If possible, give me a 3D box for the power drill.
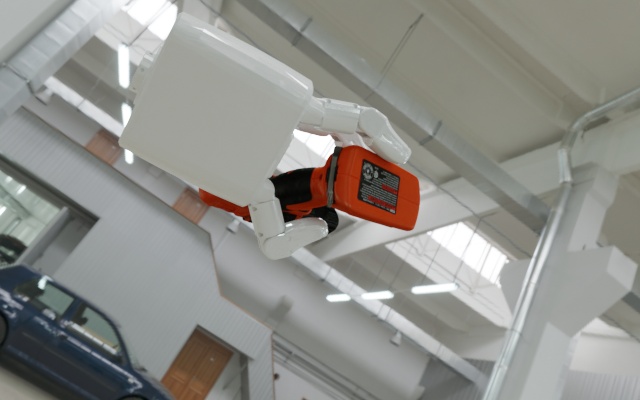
[{"bbox_3d":[0.000,0.001,0.473,0.187,0.057,0.184,-6,-18,44],"label":"power drill"}]
